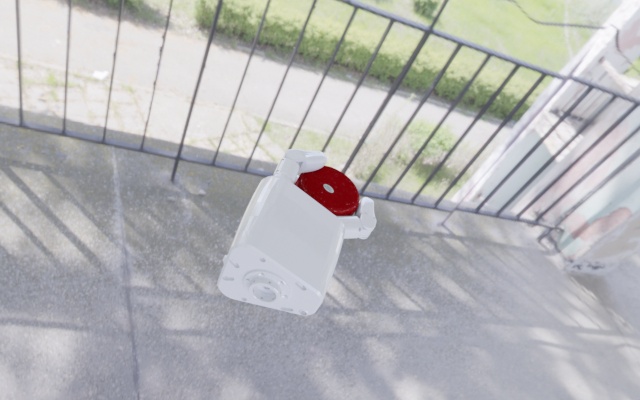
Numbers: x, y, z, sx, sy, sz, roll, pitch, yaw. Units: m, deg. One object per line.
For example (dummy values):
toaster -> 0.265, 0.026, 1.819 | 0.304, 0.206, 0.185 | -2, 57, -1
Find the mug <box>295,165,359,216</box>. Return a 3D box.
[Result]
mug -> 0.001, 0.001, 0.617 | 0.093, 0.117, 0.081 | 24, -48, -7
